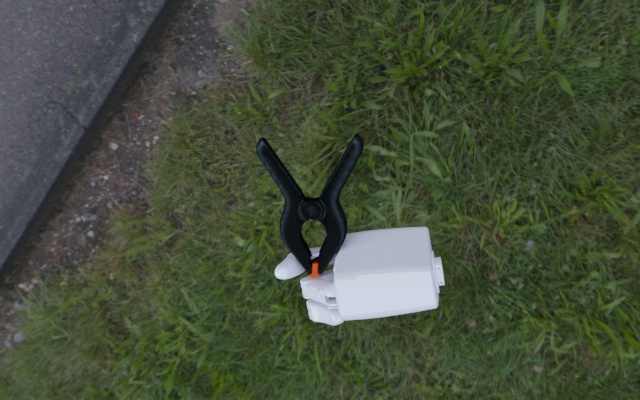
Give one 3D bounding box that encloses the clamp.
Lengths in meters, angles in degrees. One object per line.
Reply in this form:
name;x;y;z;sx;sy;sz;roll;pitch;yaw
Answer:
clamp;0.000;0.002;0.551;0.120;0.171;0.039;-9;13;11
